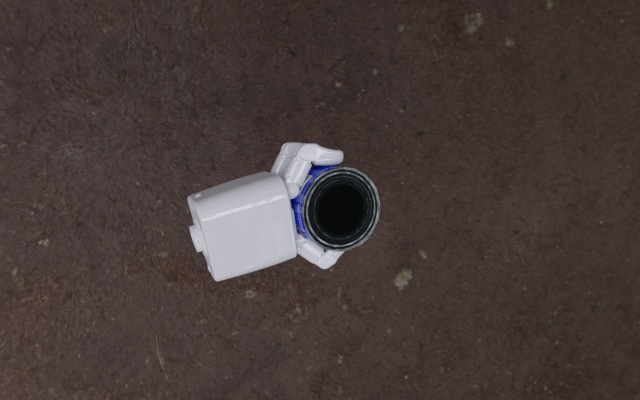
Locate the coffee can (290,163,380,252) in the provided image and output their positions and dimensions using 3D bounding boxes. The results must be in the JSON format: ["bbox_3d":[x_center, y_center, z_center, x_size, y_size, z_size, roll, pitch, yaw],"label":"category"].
[{"bbox_3d":[0.000,0.002,0.630,0.103,0.103,0.140,0,7,-22],"label":"coffee can"}]
